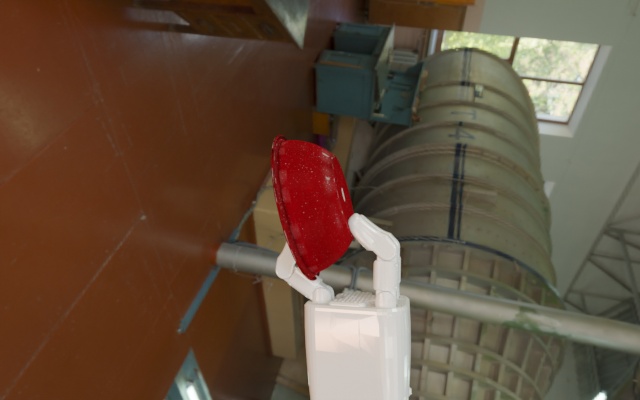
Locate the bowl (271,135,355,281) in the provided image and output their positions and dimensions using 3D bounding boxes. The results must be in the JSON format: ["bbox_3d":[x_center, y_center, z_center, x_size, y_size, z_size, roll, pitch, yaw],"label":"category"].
[{"bbox_3d":[0.000,0.000,0.514,0.055,0.162,0.162,-14,-3,10],"label":"bowl"}]
